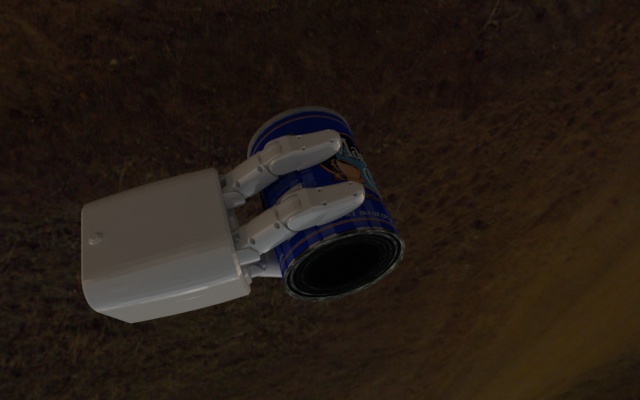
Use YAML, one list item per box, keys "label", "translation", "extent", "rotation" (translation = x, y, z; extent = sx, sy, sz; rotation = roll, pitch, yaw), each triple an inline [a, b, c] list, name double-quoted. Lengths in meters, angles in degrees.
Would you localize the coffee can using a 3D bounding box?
- label: "coffee can"
  translation: [0.000, 0.001, 0.421]
  extent: [0.103, 0.140, 0.103]
  rotation: [-14, -36, -10]
